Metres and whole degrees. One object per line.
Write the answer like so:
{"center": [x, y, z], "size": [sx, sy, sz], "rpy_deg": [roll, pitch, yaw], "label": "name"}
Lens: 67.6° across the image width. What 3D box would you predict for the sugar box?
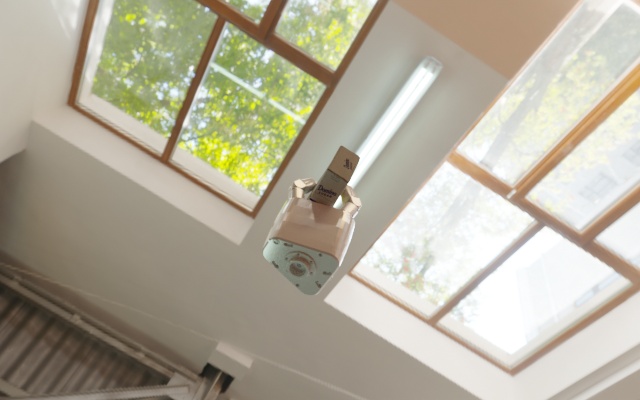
{"center": [0.001, 0.003, 0.789], "size": [0.048, 0.176, 0.093], "rpy_deg": [33, 34, -3], "label": "sugar box"}
